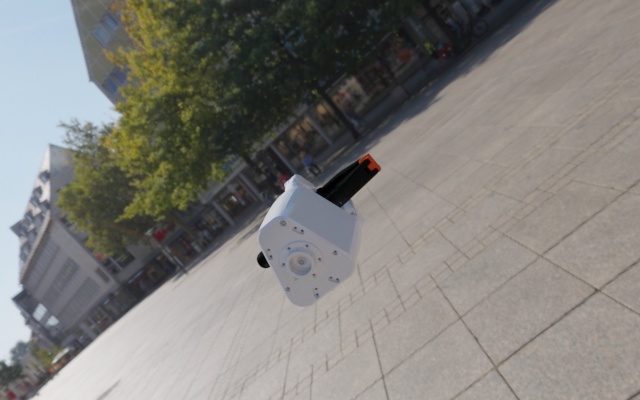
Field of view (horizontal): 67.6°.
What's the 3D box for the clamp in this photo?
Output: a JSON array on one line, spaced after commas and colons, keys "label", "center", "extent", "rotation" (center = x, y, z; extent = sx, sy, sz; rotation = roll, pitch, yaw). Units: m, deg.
[{"label": "clamp", "center": [0.000, 0.001, 0.704], "extent": [0.210, 0.036, 0.164], "rotation": [-40, 11, 18]}]
